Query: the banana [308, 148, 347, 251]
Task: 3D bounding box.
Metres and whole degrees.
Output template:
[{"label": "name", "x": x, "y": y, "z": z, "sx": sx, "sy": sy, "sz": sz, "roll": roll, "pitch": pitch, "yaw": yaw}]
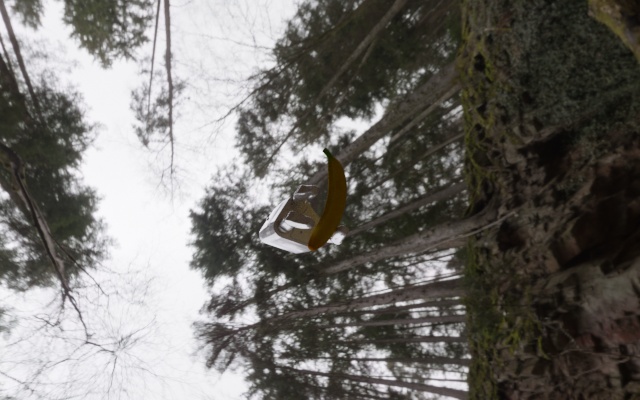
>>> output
[{"label": "banana", "x": 0.017, "y": 0.004, "z": 0.905, "sx": 0.069, "sy": 0.197, "sz": 0.037, "roll": 15, "pitch": -17, "yaw": -26}]
